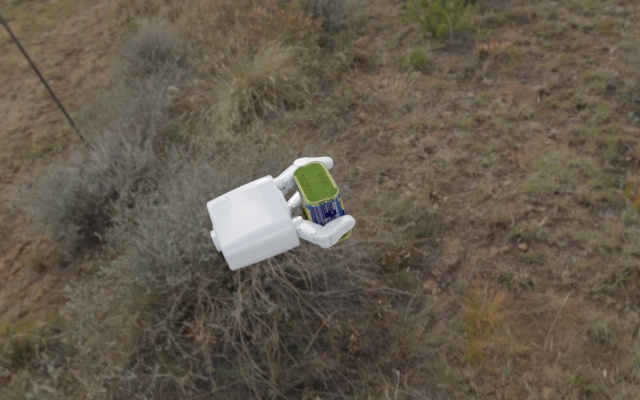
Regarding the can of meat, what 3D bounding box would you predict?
[{"bbox_3d":[0.000,0.002,0.710,0.057,0.084,0.102,-21,41,-6],"label":"can of meat"}]
